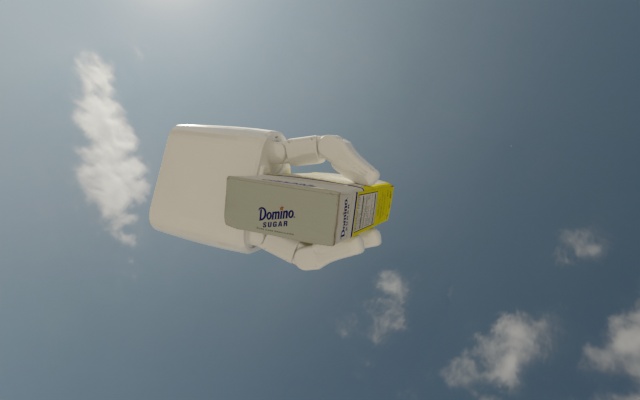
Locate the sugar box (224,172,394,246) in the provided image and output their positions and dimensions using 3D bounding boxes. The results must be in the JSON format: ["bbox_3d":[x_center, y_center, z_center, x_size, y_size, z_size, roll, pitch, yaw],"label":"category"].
[{"bbox_3d":[0.000,0.002,0.424,0.093,0.048,0.176,9,9,20],"label":"sugar box"}]
